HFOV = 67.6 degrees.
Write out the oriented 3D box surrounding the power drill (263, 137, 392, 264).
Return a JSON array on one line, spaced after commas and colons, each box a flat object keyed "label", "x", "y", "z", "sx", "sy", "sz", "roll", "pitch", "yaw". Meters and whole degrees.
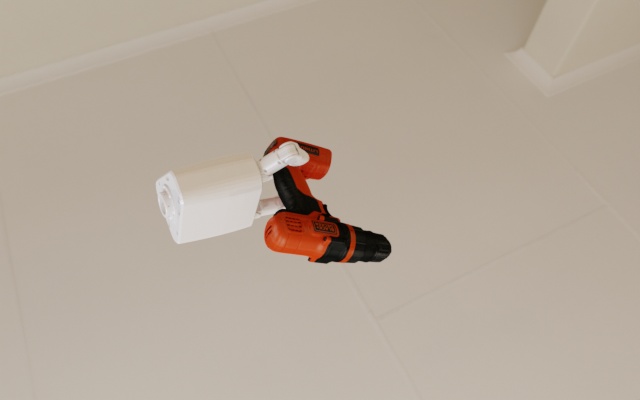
[{"label": "power drill", "x": 0.000, "y": 0.002, "z": 0.655, "sx": 0.184, "sy": 0.187, "sz": 0.057, "roll": 12, "pitch": -49, "yaw": -32}]
